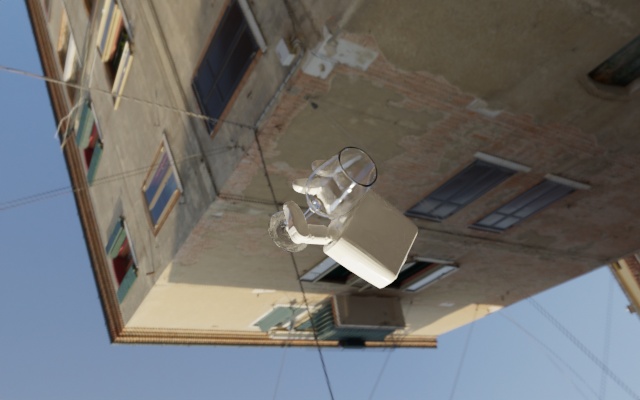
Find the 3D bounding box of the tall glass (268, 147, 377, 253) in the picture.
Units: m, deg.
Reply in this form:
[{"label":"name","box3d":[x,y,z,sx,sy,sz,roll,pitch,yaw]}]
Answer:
[{"label":"tall glass","box3d":[0.000,0.003,0.698,0.079,0.079,0.201,0,-29,-35]}]
